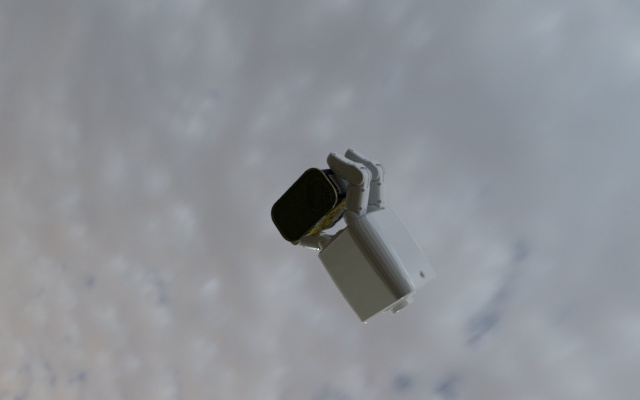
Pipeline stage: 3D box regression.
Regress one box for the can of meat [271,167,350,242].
[{"bbox_3d":[0.000,0.002,0.614,0.102,0.057,0.084,-44,-18,30],"label":"can of meat"}]
